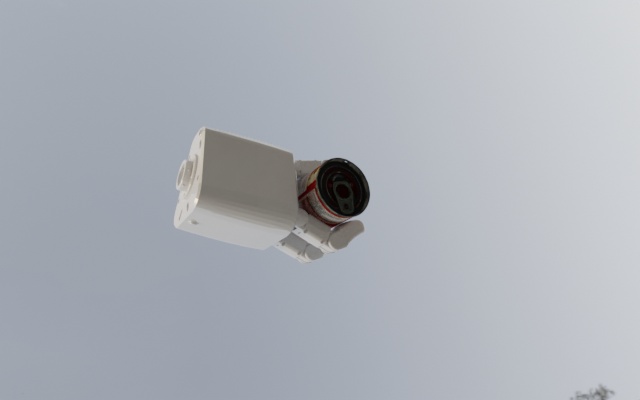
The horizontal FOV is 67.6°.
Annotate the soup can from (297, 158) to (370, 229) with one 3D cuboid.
[{"bbox_3d":[0.000,0.002,0.550,0.068,0.068,0.102,0,-19,-32],"label":"soup can"}]
